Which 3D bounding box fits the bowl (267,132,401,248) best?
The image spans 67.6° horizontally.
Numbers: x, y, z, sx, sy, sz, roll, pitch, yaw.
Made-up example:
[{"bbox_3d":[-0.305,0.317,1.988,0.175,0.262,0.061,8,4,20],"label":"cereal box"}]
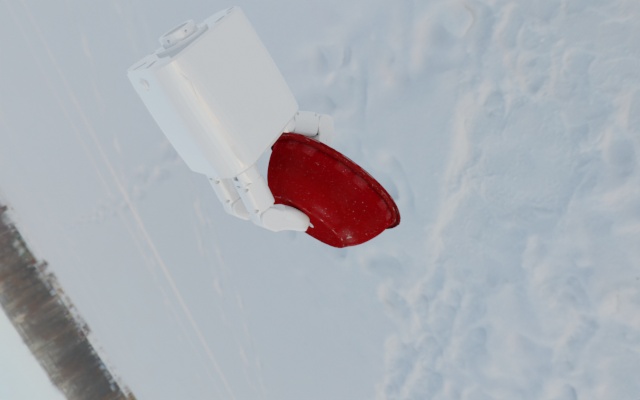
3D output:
[{"bbox_3d":[0.001,0.003,0.498,0.162,0.055,0.162,31,-16,10],"label":"bowl"}]
